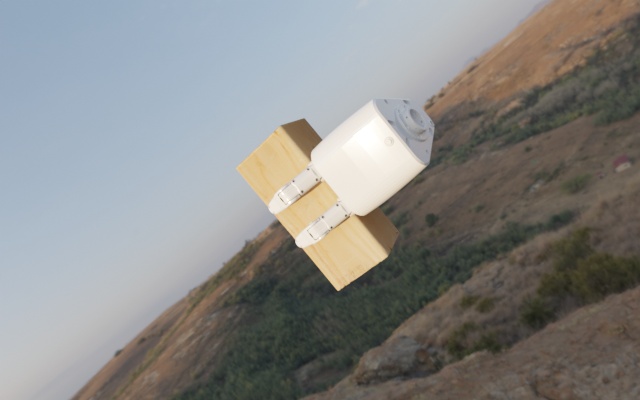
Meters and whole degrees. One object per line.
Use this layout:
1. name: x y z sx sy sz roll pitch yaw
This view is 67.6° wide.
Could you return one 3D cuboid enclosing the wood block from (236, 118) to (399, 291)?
1. wood block: 0.000 0.002 0.636 0.090 0.206 0.090 -39 0 24
